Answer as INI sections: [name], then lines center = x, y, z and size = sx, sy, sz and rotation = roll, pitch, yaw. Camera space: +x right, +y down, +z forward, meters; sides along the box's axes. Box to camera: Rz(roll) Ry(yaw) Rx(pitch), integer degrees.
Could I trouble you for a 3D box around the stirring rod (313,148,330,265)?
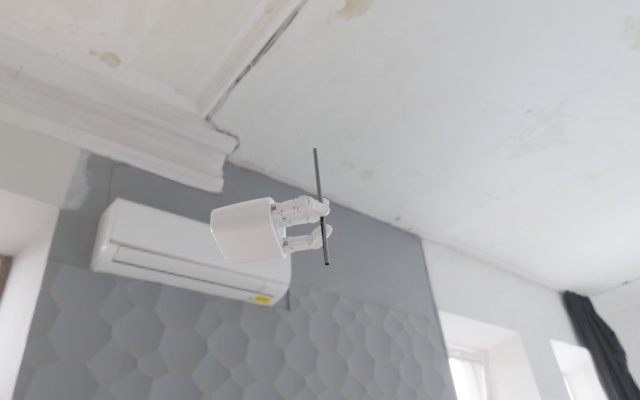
[stirring rod]
center = 0.000, 0.003, 0.830
size = 0.011, 0.239, 0.011
rotation = -4, -34, -3
